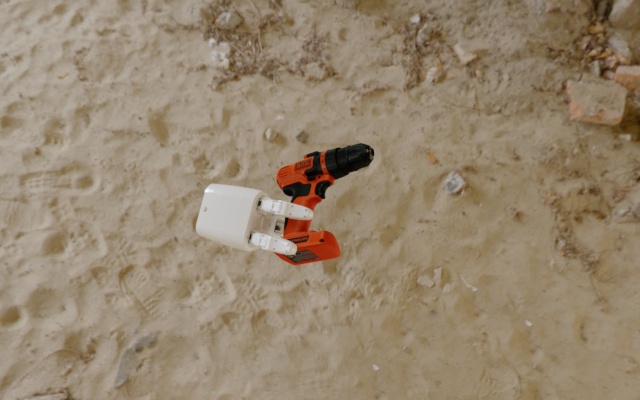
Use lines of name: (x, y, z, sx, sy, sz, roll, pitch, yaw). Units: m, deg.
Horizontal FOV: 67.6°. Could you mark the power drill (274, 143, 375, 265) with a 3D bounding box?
power drill: (0.000, 0.003, 0.761, 0.184, 0.187, 0.057, -16, -39, 33)
